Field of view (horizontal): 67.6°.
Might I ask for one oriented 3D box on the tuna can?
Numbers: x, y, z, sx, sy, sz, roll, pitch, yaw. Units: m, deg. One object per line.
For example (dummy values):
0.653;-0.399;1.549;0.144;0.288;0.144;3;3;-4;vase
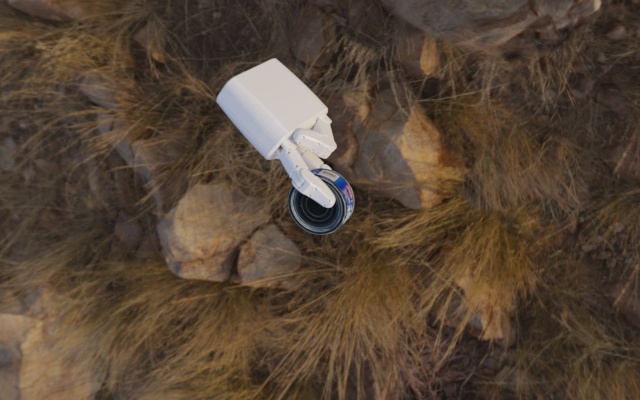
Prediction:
0.000;0.002;0.640;0.086;0.086;0.033;0;20;23;tuna can
